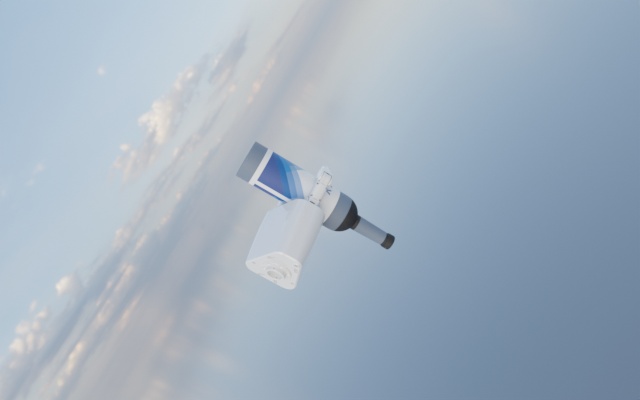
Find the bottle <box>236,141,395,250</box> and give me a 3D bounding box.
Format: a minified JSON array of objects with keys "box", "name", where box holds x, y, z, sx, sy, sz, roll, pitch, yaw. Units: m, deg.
[{"box":[0.000,0.002,0.822,0.296,0.069,0.069,30,-6,-11],"name":"bottle"}]
